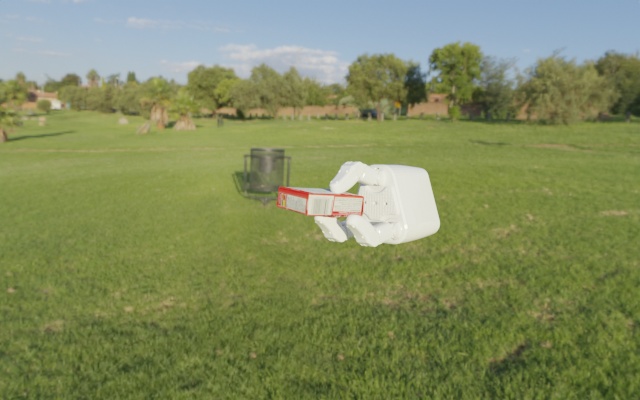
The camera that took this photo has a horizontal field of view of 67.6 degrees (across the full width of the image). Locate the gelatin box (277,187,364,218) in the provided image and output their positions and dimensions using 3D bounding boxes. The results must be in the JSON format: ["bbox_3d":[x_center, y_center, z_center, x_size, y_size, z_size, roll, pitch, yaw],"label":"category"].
[{"bbox_3d":[0.000,0.002,0.615,0.089,0.030,0.073,2,7,-36],"label":"gelatin box"}]
